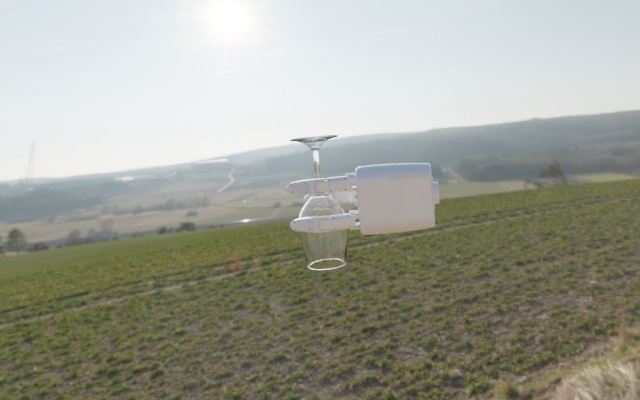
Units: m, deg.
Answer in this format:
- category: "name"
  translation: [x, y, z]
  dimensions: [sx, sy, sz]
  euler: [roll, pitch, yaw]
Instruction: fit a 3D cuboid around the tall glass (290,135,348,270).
- category: "tall glass"
  translation: [0.000, 0.002, 0.738]
  dimensions: [0.079, 0.201, 0.079]
  euler: [-5, 6, 1]
